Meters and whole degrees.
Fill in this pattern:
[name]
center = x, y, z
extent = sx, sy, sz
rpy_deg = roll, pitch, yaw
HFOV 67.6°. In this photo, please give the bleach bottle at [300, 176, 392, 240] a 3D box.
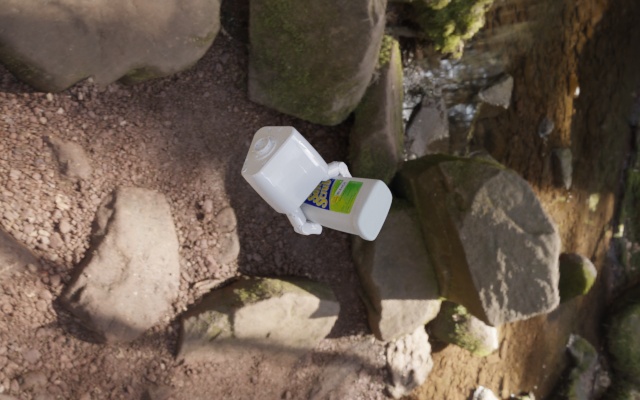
[bleach bottle]
center = 0.000, 0.003, 0.866
extent = 0.251, 0.102, 0.068
rpy_deg = 7, -30, 41
